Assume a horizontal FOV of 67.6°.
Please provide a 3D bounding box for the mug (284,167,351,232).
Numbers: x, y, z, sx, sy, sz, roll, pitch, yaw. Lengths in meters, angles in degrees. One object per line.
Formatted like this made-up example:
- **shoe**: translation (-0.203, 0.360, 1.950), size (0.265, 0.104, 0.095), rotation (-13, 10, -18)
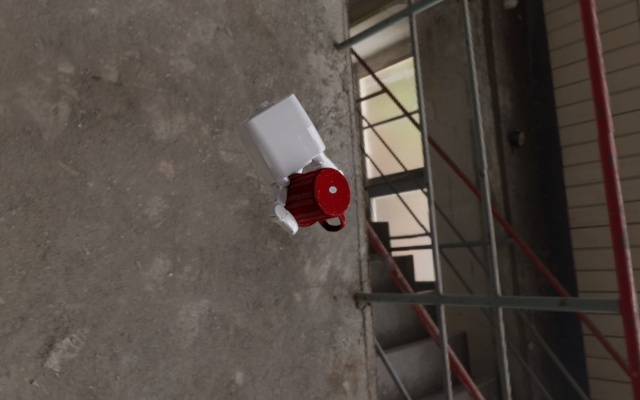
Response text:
- **mug**: translation (0.001, 0.004, 0.779), size (0.081, 0.117, 0.093), rotation (-14, 22, 48)
